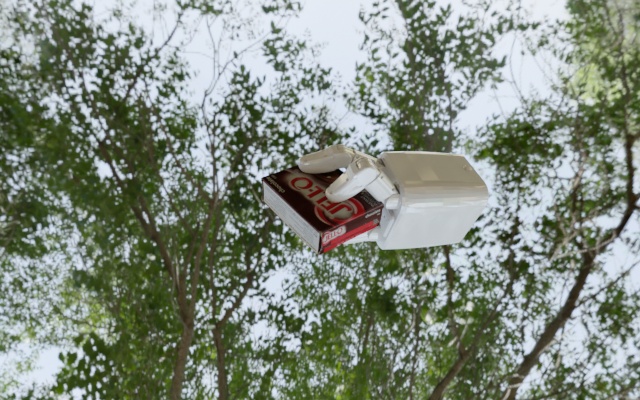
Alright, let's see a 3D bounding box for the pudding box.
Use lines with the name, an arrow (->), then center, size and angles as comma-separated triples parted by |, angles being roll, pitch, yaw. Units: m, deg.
pudding box -> 0.000, 0.002, 0.536 | 0.090, 0.039, 0.113 | -22, 44, -33
